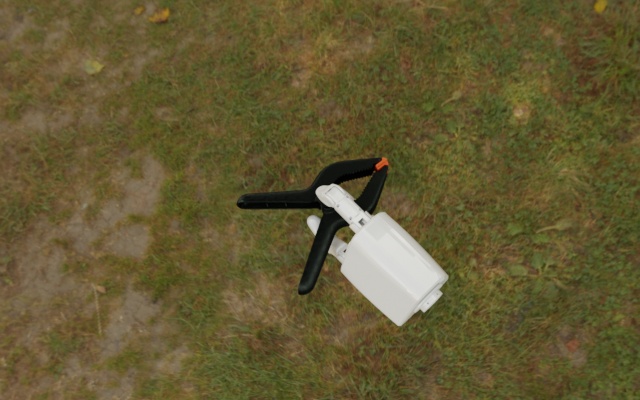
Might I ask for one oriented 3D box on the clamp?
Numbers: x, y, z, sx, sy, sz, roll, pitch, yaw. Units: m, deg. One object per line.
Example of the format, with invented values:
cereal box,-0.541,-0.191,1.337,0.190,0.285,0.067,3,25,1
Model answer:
clamp,0.001,0.002,0.650,0.210,0.164,0.036,-41,-19,-11
